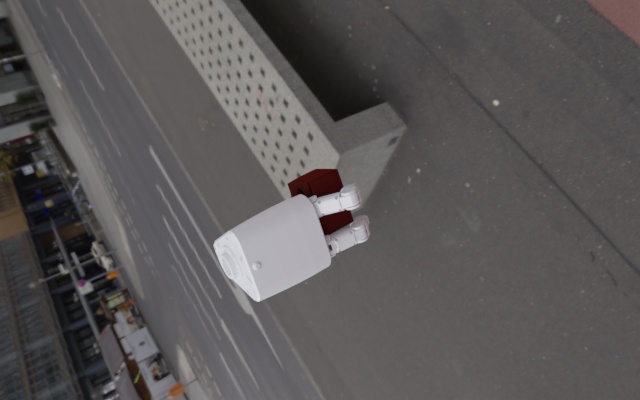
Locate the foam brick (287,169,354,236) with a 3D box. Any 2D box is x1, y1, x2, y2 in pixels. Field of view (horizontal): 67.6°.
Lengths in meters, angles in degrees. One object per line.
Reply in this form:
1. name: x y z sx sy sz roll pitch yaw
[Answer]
1. foam brick: 0.000 0.002 0.634 0.051 0.078 0.053 -26 15 -30
